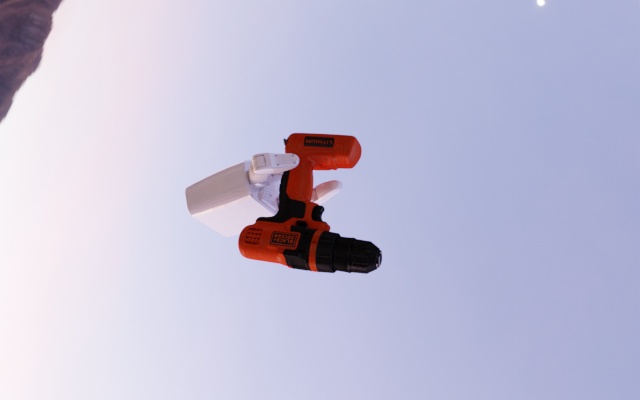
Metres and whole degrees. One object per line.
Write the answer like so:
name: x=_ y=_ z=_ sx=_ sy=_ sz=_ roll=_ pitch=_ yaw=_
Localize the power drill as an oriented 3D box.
power drill: x=0.000 y=0.002 z=0.620 sx=0.184 sy=0.187 sz=0.057 roll=6 pitch=-29 yaw=16
